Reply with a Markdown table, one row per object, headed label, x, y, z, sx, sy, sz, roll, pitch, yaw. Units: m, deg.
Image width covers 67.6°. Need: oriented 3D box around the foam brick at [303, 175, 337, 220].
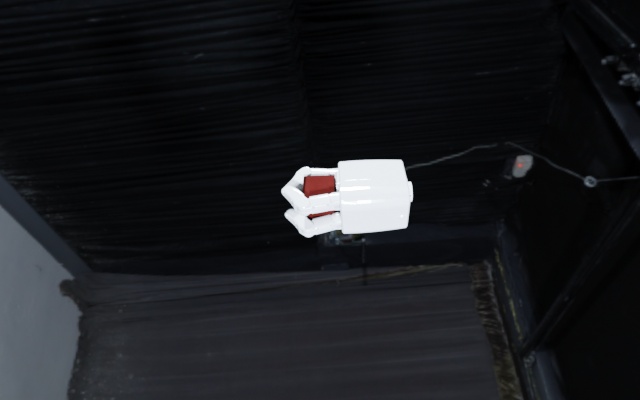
| label | x | y | z | sx | sy | sz | roll | pitch | yaw |
| --- | --- | --- | --- | --- | --- | --- | --- | --- | --- |
| foam brick | 0.000 | 0.003 | 0.788 | 0.051 | 0.053 | 0.078 | -2 | -36 | 4 |
